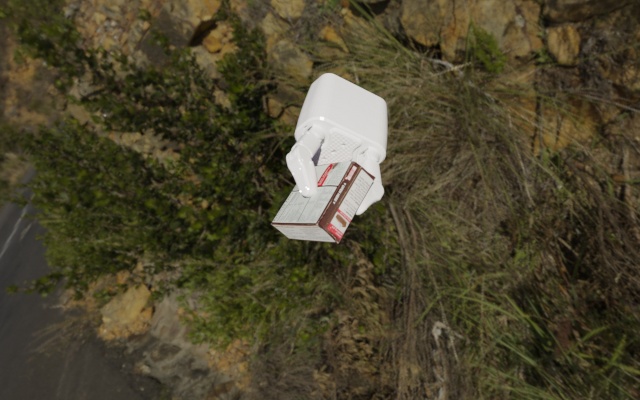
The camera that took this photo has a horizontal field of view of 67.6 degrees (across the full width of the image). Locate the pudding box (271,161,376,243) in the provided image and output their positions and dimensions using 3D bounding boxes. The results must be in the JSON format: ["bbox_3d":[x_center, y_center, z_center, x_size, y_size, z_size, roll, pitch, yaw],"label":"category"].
[{"bbox_3d":[0.000,0.002,0.558,0.039,0.090,0.113,38,-20,-23],"label":"pudding box"}]
